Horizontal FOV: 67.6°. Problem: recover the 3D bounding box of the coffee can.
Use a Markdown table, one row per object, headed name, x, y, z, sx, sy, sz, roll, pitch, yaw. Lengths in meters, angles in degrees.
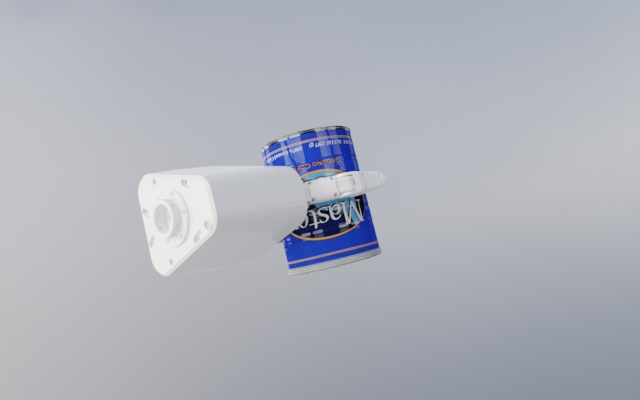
| name | x | y | z | sx | sy | sz | roll | pitch | yaw |
| --- | --- | --- | --- | --- | --- | --- | --- | --- | --- |
| coffee can | 0.000 | 0.002 | 0.522 | 0.103 | 0.140 | 0.103 | -14 | -5 | -1 |
